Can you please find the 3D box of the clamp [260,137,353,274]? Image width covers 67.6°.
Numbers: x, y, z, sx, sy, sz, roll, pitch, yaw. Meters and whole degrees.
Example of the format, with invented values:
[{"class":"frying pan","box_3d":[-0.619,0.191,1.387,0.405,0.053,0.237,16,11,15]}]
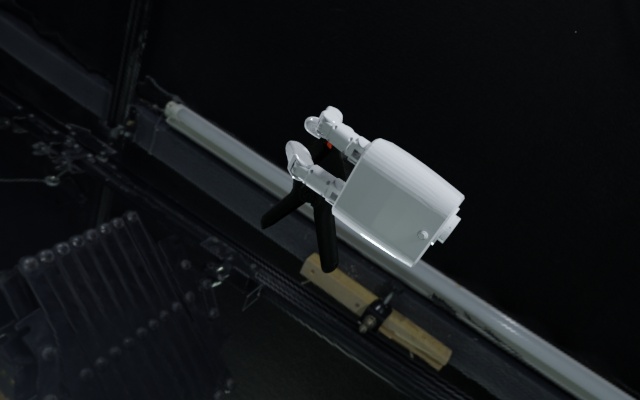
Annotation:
[{"class":"clamp","box_3d":[0.000,0.002,0.574,0.120,0.171,0.039,37,31,15]}]
